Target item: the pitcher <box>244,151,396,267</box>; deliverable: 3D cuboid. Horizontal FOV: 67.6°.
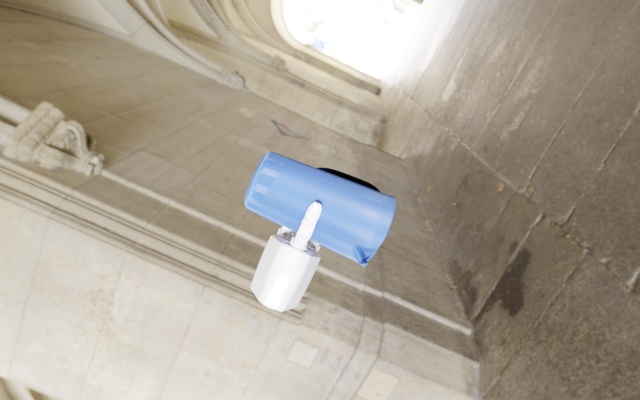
[{"bbox_3d":[0.000,0.003,0.837,0.243,0.145,0.149,24,-2,-4],"label":"pitcher"}]
